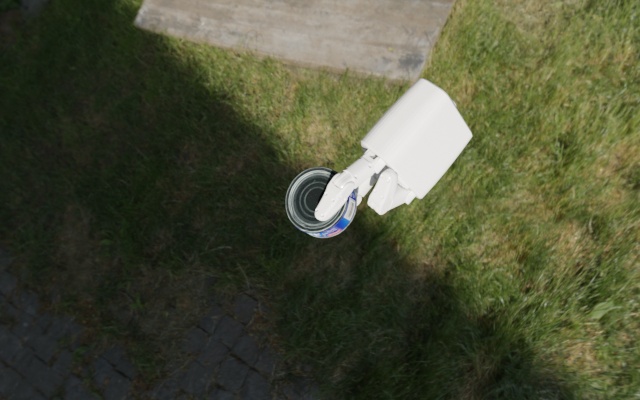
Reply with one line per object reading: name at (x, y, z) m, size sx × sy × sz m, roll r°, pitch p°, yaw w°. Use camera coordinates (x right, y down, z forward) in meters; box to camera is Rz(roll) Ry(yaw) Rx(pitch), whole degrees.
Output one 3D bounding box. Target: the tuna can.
tuna can at (0.000, 0.002, 0.595) m, size 0.086 × 0.086 × 0.034 m, roll 0°, pitch -13°, yaw 24°
